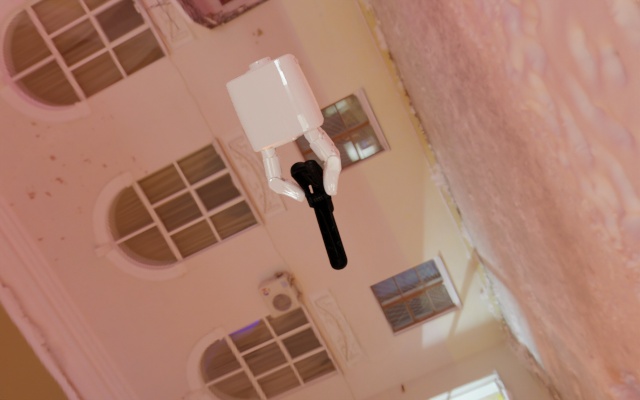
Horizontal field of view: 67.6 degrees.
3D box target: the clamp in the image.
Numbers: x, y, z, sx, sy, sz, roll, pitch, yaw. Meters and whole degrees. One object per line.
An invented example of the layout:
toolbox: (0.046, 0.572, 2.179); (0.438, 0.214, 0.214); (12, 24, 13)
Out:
clamp: (-0.001, 0.002, 0.723); (0.036, 0.164, 0.210); (-20, 14, 6)
